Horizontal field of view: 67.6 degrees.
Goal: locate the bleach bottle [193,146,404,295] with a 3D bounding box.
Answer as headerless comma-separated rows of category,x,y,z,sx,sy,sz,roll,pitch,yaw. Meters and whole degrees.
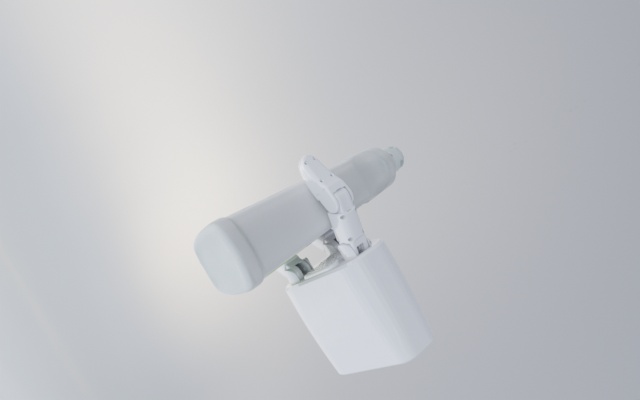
bleach bottle,0.000,0.002,0.486,0.250,0.068,0.102,-31,2,-32
